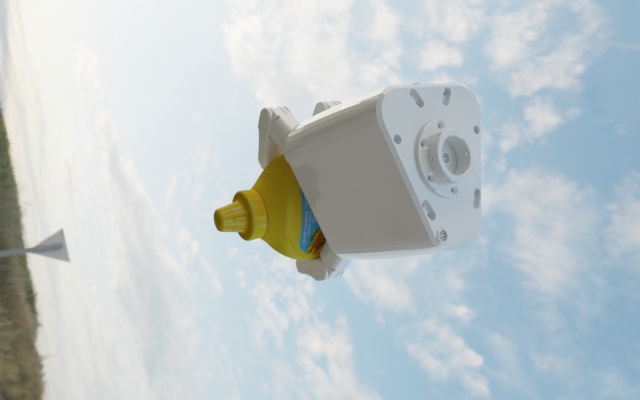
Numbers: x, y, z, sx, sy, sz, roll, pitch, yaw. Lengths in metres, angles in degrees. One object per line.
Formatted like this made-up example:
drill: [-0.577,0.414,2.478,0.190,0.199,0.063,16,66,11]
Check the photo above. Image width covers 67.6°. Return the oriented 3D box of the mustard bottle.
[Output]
mustard bottle: [0.000,0.001,0.418,0.191,0.096,0.058,-11,24,-33]
